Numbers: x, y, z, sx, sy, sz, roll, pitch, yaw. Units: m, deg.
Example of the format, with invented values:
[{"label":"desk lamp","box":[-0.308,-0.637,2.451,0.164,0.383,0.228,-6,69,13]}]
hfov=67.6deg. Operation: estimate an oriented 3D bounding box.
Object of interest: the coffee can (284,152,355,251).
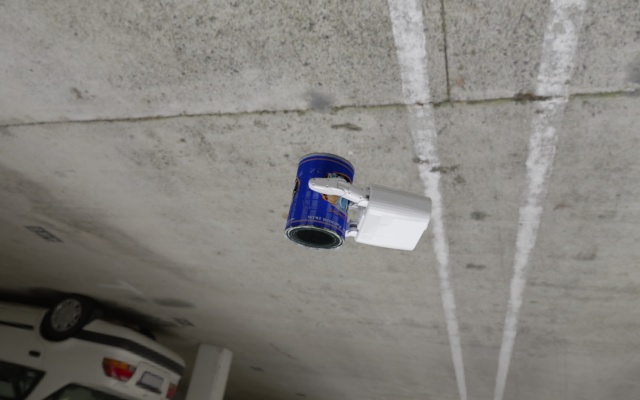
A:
[{"label":"coffee can","box":[0.000,0.003,0.826,0.103,0.140,0.103,8,-26,4]}]
